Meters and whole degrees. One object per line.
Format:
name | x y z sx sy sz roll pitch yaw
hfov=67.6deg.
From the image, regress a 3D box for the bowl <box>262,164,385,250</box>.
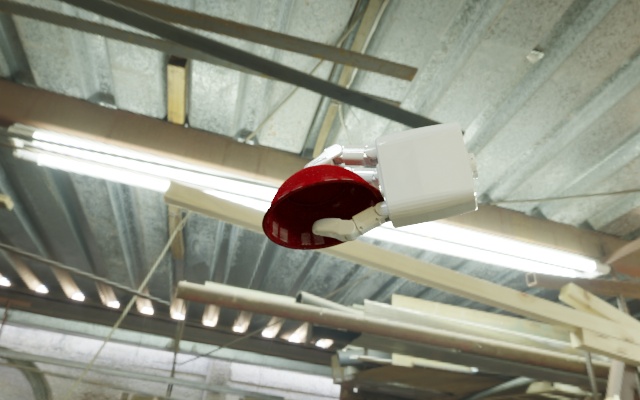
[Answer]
bowl | -0.001 0.002 0.631 0.162 0.055 0.162 -10 -34 -7
